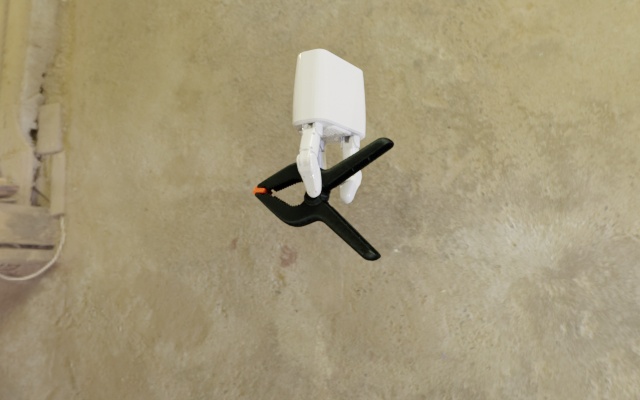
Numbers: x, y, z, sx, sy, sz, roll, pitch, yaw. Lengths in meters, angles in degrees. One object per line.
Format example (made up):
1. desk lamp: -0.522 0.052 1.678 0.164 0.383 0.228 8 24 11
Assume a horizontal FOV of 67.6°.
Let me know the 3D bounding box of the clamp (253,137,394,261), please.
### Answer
1. clamp: -0.001 0.002 0.663 0.210 0.164 0.036 -4 -14 25
